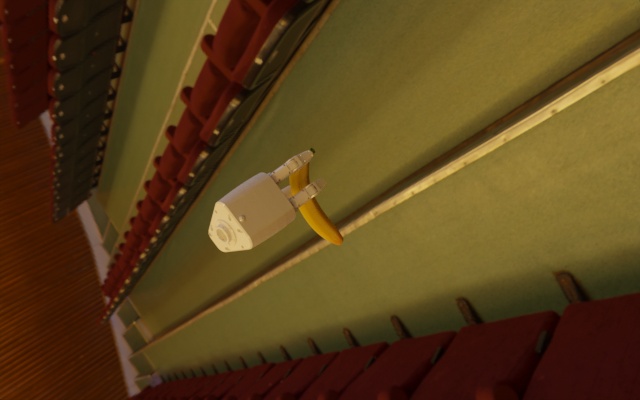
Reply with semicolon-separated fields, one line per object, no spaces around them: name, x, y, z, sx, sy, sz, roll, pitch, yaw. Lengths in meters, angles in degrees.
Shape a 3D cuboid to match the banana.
banana;-0.016;0.001;0.907;0.069;0.198;0.037;-4;24;38
